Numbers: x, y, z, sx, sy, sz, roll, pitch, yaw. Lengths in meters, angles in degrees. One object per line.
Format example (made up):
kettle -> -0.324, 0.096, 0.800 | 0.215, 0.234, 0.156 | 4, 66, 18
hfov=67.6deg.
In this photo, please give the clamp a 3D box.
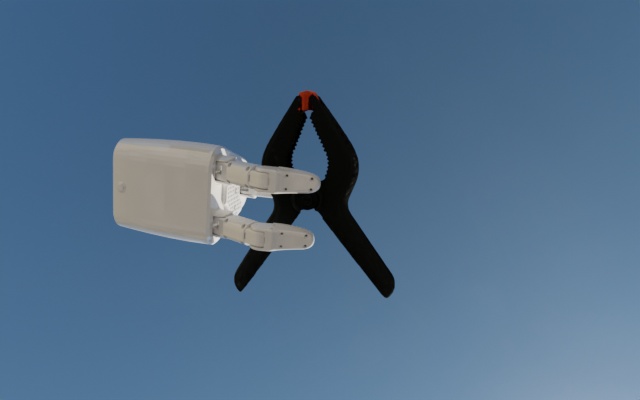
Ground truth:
clamp -> 0.000, 0.001, 0.469 | 0.164, 0.210, 0.036 | 7, 12, 7
